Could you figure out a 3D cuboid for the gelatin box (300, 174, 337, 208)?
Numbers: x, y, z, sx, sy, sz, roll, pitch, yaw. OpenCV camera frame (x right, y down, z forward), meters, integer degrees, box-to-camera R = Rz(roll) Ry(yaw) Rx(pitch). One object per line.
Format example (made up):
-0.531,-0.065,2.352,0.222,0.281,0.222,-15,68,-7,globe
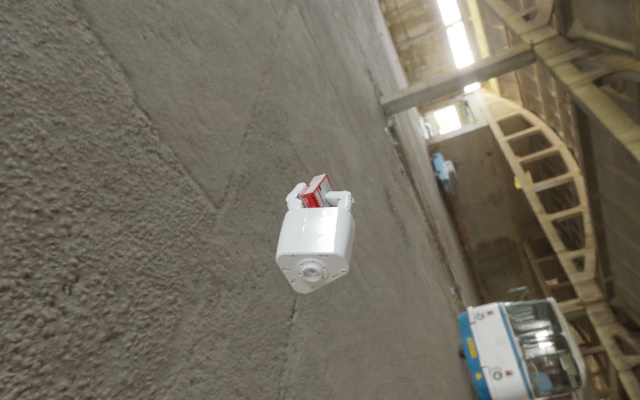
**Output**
0.001,0.003,0.869,0.030,0.073,0.089,-14,20,23,gelatin box
